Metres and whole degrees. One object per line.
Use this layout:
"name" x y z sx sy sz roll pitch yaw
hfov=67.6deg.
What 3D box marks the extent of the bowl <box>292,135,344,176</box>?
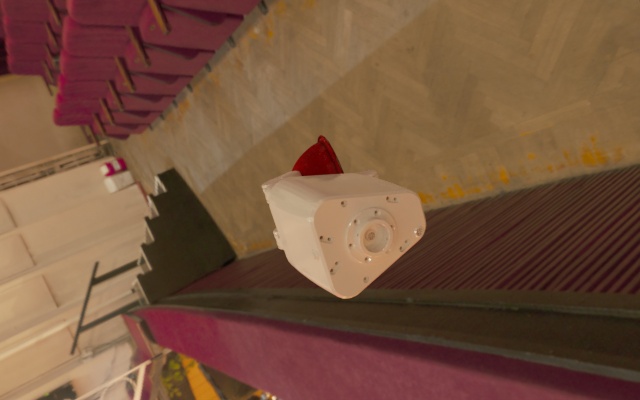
"bowl" 0.000 0.002 0.608 0.055 0.162 0.162 -18 2 -6
